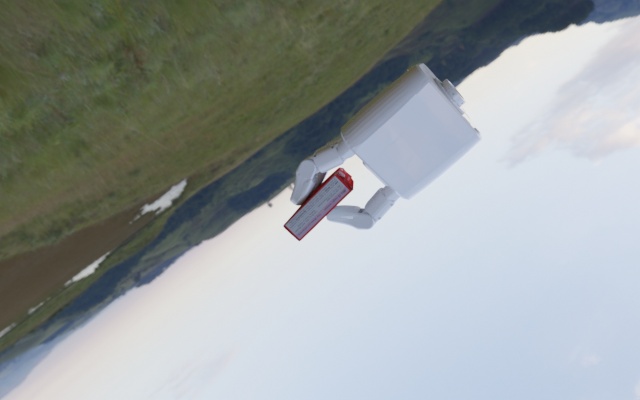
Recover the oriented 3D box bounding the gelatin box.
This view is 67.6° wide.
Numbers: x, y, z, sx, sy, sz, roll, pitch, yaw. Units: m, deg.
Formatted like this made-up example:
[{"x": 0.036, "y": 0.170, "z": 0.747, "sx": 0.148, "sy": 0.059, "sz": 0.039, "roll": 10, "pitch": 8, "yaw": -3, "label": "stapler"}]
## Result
[{"x": 0.000, "y": 0.002, "z": 0.566, "sx": 0.030, "sy": 0.089, "sz": 0.073, "roll": 44, "pitch": 10, "yaw": -2, "label": "gelatin box"}]
